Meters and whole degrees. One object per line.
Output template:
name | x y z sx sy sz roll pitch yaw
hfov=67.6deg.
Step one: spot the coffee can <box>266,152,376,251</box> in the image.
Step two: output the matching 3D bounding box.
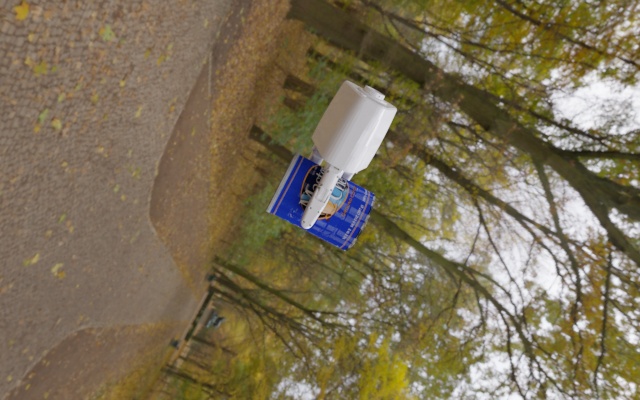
coffee can | 0.000 0.003 0.744 0.140 0.103 0.103 28 -3 -5
